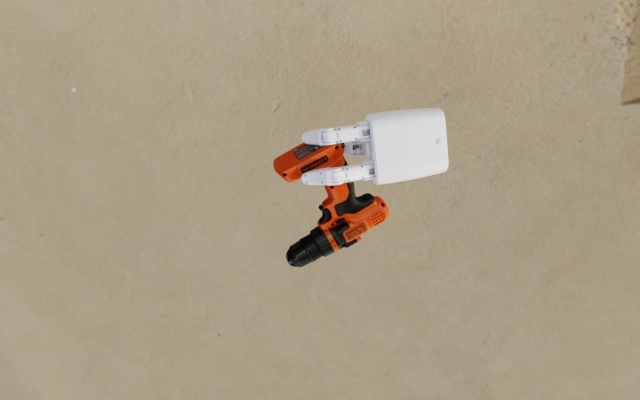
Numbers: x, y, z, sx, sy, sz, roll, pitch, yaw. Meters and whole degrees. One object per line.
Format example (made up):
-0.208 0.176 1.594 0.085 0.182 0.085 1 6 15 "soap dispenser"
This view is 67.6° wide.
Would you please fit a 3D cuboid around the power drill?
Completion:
0.000 0.002 0.738 0.184 0.188 0.057 -31 35 -5 "power drill"
